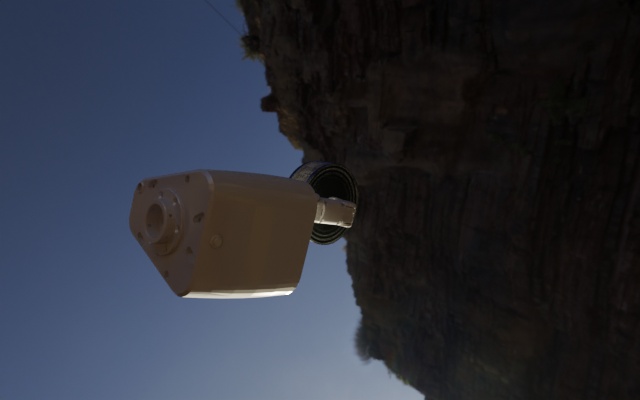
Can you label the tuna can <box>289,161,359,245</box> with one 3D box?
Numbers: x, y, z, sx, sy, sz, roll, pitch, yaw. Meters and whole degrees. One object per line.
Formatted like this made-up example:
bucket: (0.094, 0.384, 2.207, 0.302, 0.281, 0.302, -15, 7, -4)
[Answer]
tuna can: (0.000, 0.002, 0.503, 0.086, 0.086, 0.033, 0, 11, -45)
